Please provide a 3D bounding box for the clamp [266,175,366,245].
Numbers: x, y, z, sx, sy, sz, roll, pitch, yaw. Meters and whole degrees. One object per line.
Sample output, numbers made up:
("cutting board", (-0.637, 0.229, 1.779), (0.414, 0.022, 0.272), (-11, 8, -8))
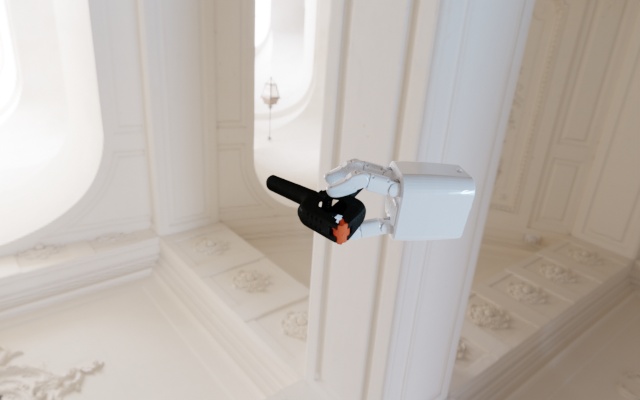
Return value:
("clamp", (0.000, 0.003, 0.690), (0.164, 0.036, 0.210), (-1, 23, -3))
